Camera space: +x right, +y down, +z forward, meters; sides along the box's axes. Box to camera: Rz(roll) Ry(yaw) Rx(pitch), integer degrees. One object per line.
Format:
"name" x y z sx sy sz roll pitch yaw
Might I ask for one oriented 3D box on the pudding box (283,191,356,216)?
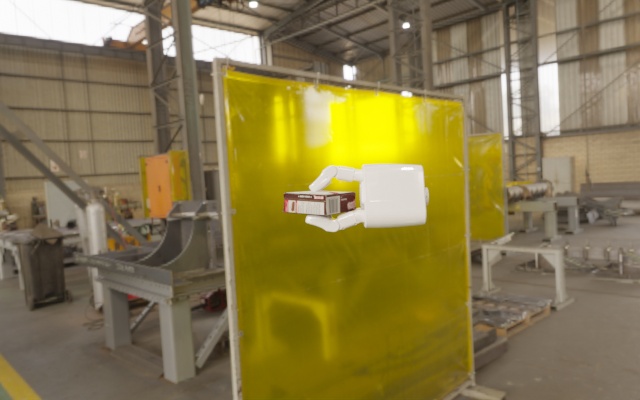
"pudding box" 0.000 0.003 0.857 0.090 0.039 0.113 2 3 30
